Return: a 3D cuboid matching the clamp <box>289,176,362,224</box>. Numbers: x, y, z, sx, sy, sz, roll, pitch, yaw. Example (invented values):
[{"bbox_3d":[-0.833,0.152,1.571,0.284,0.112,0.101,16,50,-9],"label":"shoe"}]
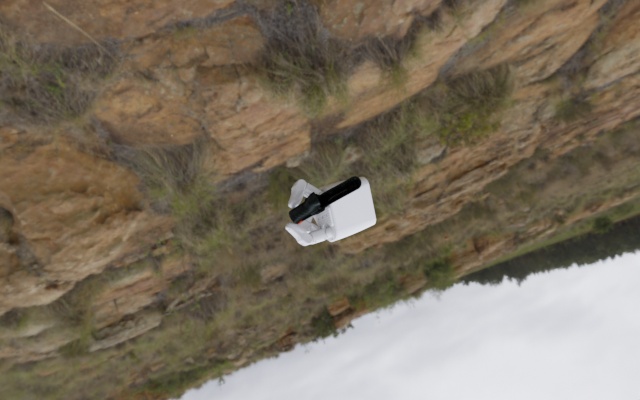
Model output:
[{"bbox_3d":[0.000,0.004,0.894,0.120,0.039,0.171,-17,-7,-29],"label":"clamp"}]
